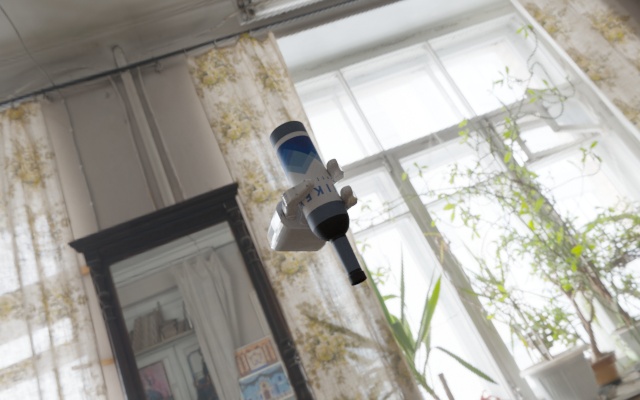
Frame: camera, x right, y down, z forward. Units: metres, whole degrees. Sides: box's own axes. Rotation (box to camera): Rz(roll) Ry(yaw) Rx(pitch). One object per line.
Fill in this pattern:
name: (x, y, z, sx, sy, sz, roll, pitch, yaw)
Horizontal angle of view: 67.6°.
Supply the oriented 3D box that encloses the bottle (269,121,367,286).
bottle: (0.000, 0.002, 0.787, 0.069, 0.295, 0.069, -22, -23, -10)
